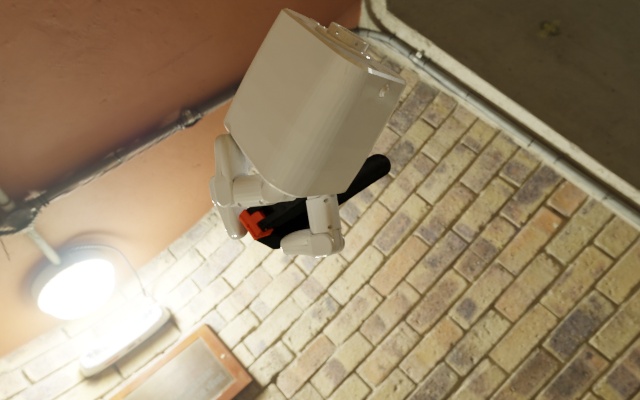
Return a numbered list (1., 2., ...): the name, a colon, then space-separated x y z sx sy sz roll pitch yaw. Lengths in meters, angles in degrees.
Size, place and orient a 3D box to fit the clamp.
1. clamp: 0.000 0.001 0.464 0.039 0.120 0.171 41 24 24
